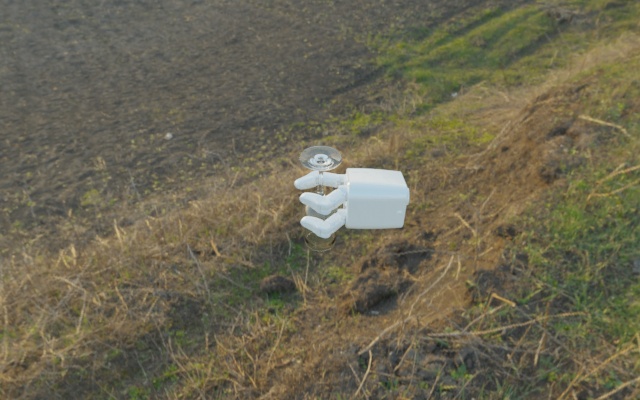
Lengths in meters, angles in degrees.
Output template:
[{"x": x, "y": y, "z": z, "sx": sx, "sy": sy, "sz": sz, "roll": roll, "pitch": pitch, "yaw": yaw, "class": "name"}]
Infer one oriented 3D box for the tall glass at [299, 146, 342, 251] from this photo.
[{"x": 0.000, "y": 0.002, "z": 0.890, "sx": 0.079, "sy": 0.201, "sz": 0.079, "roll": 1, "pitch": 39, "yaw": 0, "class": "tall glass"}]
